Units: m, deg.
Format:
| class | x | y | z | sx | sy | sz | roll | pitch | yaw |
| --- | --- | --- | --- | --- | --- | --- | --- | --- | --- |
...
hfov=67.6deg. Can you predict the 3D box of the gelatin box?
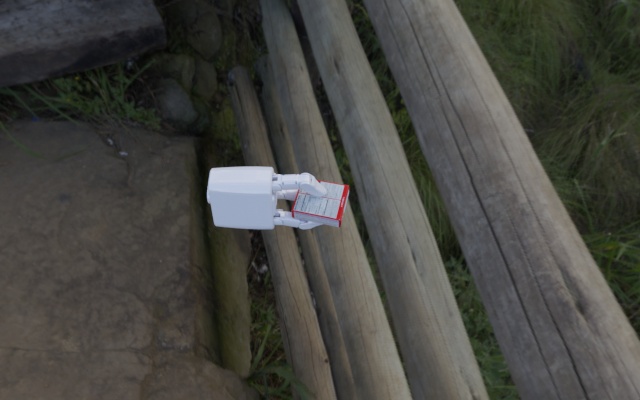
| class | x | y | z | sx | sy | sz | roll | pitch | yaw |
| --- | --- | --- | --- | --- | --- | --- | --- | --- | --- |
| gelatin box | 0.000 | 0.003 | 0.841 | 0.089 | 0.073 | 0.030 | 10 | -31 | 9 |
